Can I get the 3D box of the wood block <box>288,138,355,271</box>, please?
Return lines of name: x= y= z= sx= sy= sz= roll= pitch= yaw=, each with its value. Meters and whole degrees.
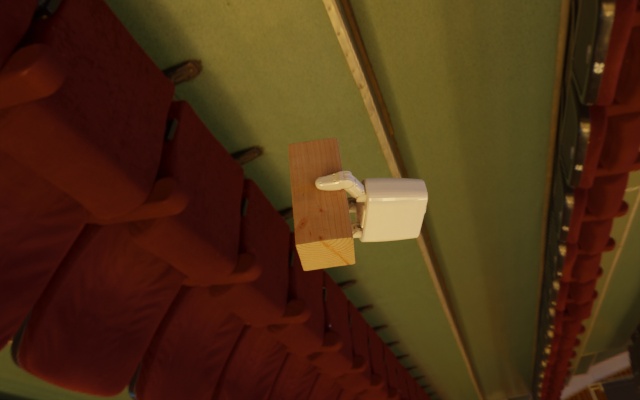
wood block: x=0.001 y=0.003 z=0.816 sx=0.090 sy=0.206 sz=0.091 roll=-8 pitch=-35 yaw=1
